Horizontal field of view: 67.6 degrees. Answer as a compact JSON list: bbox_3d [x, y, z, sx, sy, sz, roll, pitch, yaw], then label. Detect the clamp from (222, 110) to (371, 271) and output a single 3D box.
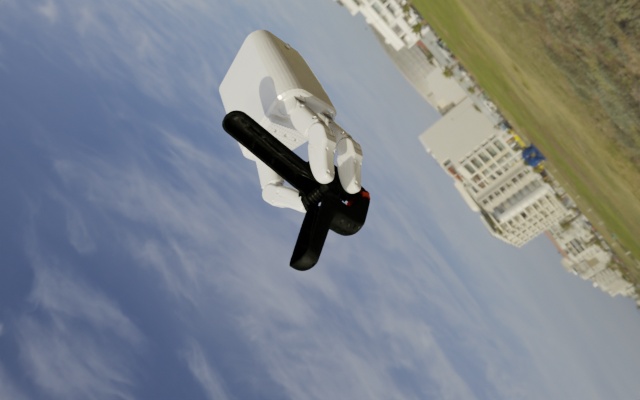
[{"bbox_3d":[0.000,0.002,0.490,0.036,0.164,0.210,-36,-27,23],"label":"clamp"}]
